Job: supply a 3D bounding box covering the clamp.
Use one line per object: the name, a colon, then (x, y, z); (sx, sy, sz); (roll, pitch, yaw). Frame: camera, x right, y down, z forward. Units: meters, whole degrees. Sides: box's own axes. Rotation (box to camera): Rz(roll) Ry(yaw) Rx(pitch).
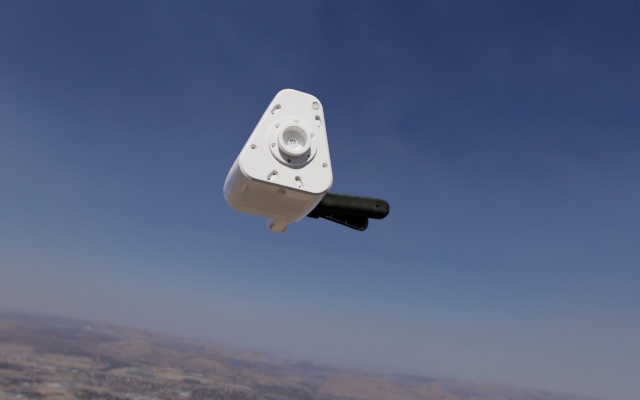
clamp: (0.000, 0.001, 0.593); (0.171, 0.039, 0.120); (14, -19, -14)
